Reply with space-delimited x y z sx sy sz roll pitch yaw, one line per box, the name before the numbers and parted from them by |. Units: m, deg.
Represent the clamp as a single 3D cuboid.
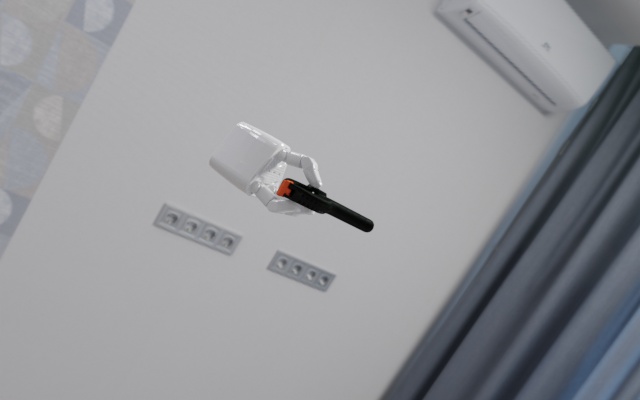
clamp | 0.000 0.002 0.829 0.164 0.036 0.210 31 6 24
